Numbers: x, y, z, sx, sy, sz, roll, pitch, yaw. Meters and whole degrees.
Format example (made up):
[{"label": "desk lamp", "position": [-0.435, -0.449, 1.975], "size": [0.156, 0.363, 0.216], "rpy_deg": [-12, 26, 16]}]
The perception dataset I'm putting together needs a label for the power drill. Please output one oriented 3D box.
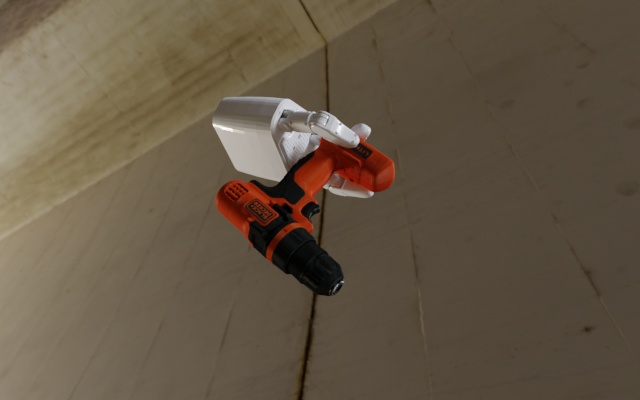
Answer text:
[{"label": "power drill", "position": [0.000, 0.001, 0.555], "size": [0.184, 0.057, 0.187], "rpy_deg": [38, 59, 24]}]
